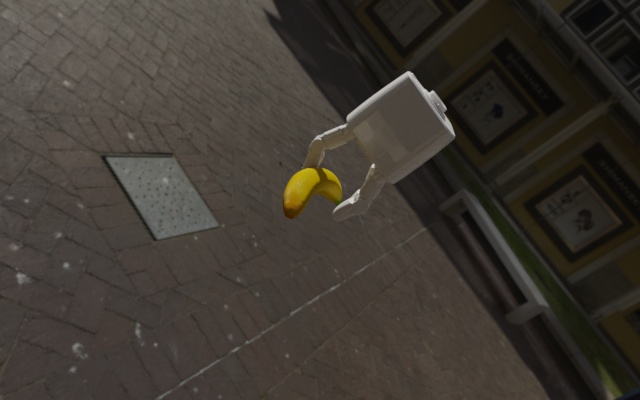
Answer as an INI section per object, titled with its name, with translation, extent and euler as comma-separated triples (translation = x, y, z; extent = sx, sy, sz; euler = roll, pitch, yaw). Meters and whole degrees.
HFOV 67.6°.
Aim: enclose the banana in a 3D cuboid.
[banana]
translation = -0.007, -0.014, 0.667
extent = 0.037, 0.069, 0.198
euler = -32, -11, 22
